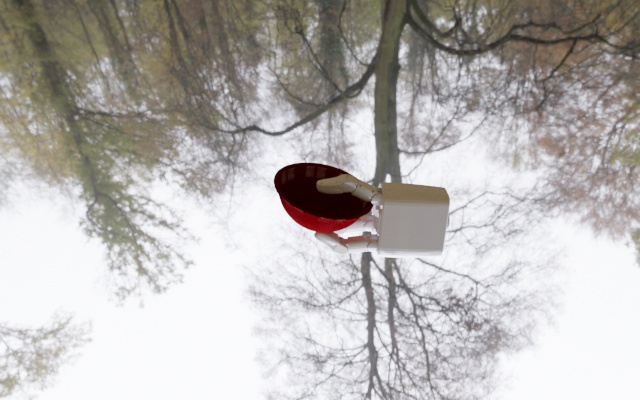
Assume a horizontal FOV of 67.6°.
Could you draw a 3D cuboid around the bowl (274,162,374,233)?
[{"bbox_3d":[-0.001,0.002,0.760,0.162,0.055,0.162,12,32,-7],"label":"bowl"}]
